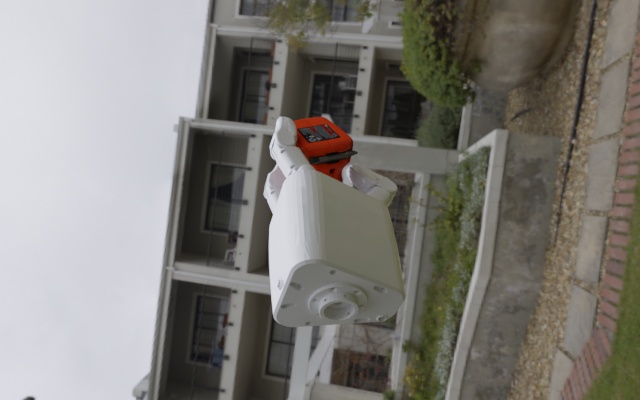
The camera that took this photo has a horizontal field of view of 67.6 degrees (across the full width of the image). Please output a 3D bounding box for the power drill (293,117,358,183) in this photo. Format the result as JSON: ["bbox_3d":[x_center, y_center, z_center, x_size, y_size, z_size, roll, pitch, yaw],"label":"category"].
[{"bbox_3d":[0.000,0.002,0.563,0.057,0.188,0.184,-14,27,-14],"label":"power drill"}]
